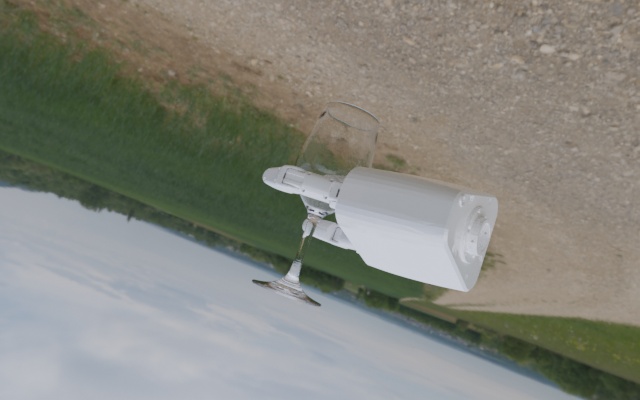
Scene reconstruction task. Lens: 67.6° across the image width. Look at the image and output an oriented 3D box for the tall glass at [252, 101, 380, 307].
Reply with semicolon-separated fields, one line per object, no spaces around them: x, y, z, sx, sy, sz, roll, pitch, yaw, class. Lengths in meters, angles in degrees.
0.000;0.002;0.493;0.079;0.201;0.079;20;-8;3;tall glass
